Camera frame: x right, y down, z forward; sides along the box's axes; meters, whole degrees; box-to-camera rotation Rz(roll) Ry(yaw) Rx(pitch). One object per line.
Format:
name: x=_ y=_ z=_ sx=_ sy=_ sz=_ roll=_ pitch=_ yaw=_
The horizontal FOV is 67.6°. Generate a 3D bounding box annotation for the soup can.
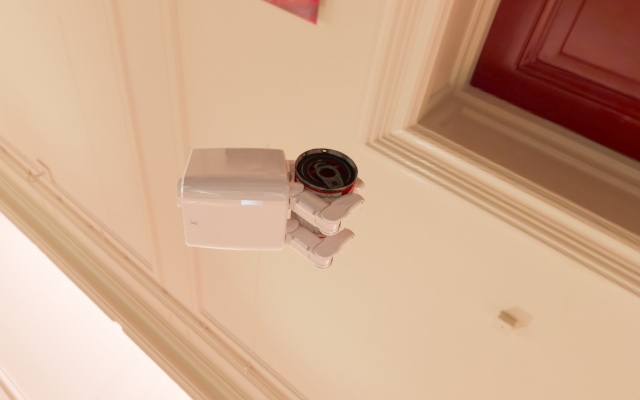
soup can: x=0.001 y=0.002 z=0.539 sx=0.068 sy=0.102 sz=0.068 roll=5 pitch=43 yaw=-5
